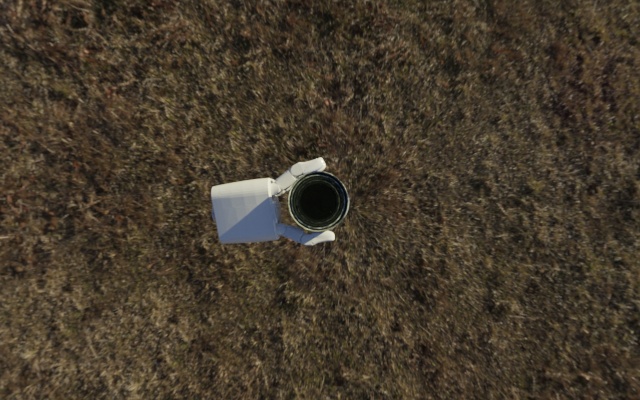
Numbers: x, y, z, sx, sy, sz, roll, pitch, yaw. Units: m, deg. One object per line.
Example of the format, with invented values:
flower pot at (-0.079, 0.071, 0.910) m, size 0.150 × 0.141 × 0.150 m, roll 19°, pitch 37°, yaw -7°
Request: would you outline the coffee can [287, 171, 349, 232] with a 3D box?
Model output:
coffee can at (0.000, 0.003, 0.861) m, size 0.103 × 0.103 × 0.140 m, roll 0°, pitch -1°, yaw 4°
